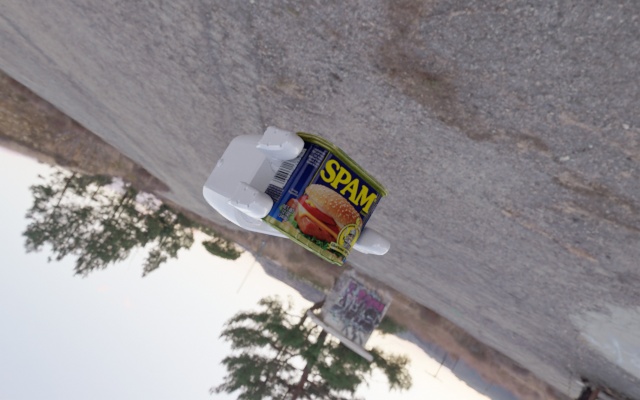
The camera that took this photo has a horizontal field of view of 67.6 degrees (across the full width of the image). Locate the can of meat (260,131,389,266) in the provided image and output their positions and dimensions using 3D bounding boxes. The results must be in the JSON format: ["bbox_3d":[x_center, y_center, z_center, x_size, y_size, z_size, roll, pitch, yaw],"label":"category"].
[{"bbox_3d":[0.000,0.002,0.430,0.102,0.084,0.057,36,-9,-37],"label":"can of meat"}]
